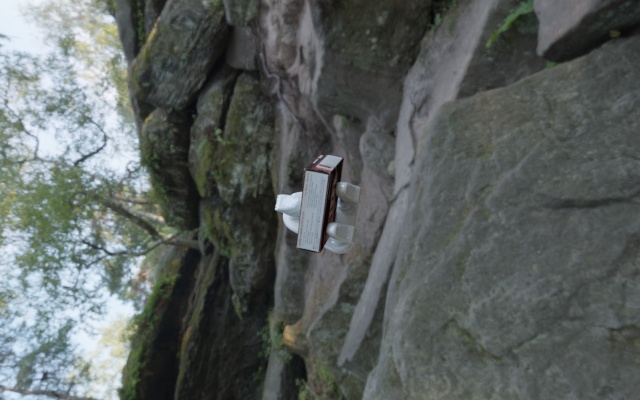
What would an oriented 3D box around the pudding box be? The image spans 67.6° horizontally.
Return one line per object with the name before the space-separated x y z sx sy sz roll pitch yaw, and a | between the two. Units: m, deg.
pudding box | 0.000 0.002 0.642 0.039 0.113 0.090 8 19 10
